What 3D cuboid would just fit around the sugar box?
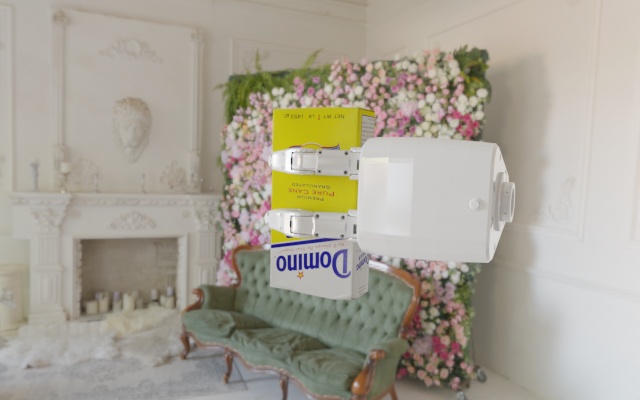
[{"bbox_3d":[0.000,0.001,0.458,0.093,0.176,0.048,4,4,28],"label":"sugar box"}]
